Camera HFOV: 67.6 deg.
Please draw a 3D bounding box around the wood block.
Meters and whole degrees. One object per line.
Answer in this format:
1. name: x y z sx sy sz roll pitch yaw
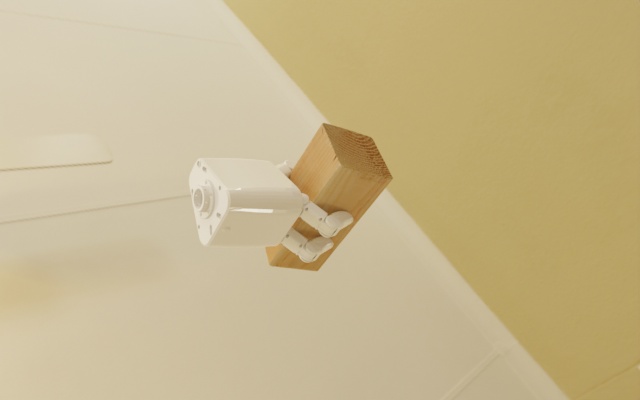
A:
1. wood block: 0.000 0.002 0.692 0.090 0.090 0.206 11 -49 -32
